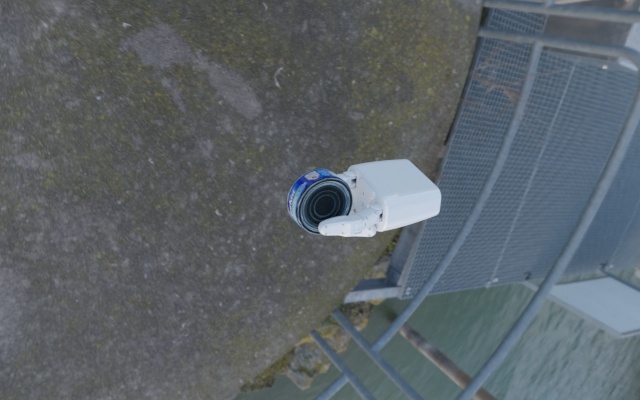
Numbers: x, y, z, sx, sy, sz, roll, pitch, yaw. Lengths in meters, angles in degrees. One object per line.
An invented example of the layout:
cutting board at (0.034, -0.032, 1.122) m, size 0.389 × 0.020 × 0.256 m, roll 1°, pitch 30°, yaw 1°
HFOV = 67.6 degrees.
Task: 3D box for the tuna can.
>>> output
tuna can at (0.000, 0.002, 0.644) m, size 0.086 × 0.086 × 0.033 m, roll 0°, pitch 23°, yaw -29°
